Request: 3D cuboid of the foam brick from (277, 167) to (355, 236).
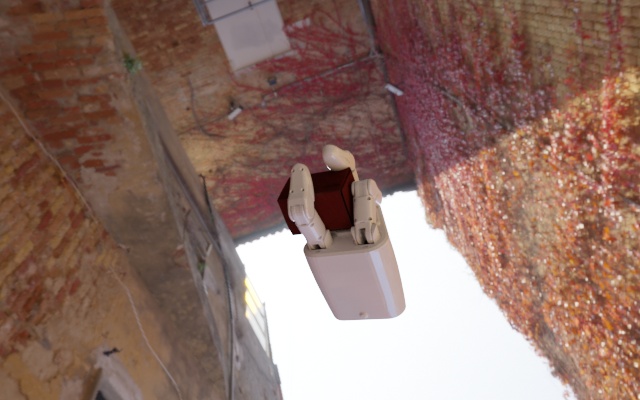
[{"bbox_3d":[0.000,0.002,0.539,0.078,0.051,0.053,-8,30,22],"label":"foam brick"}]
